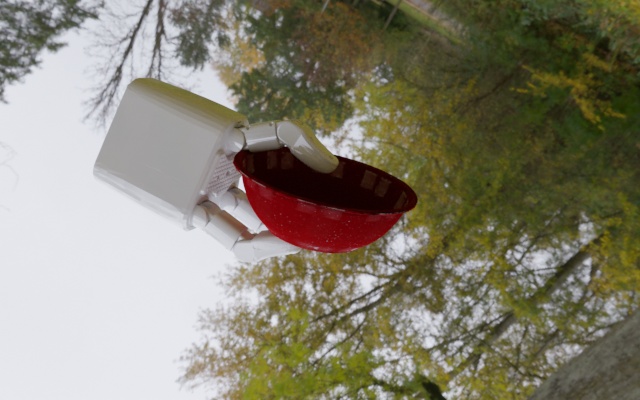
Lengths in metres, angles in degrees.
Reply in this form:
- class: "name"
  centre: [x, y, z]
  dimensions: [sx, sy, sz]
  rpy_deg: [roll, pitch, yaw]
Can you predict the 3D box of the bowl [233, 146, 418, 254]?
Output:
- class: "bowl"
  centre: [0.001, 0.002, 0.420]
  dimensions: [0.162, 0.055, 0.162]
  rpy_deg: [12, 19, -4]
